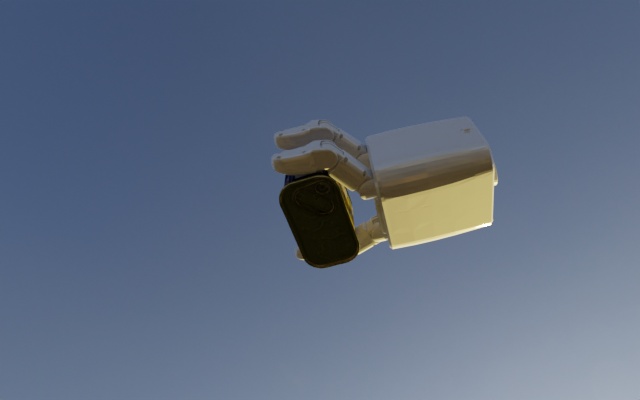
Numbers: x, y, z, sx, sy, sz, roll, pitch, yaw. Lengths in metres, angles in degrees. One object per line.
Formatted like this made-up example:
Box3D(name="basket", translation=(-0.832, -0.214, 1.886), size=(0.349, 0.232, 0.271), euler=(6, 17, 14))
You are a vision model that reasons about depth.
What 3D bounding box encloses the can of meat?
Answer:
Box3D(name="can of meat", translation=(0.000, 0.002, 0.482), size=(0.057, 0.102, 0.084), euler=(-16, 30, 10))
